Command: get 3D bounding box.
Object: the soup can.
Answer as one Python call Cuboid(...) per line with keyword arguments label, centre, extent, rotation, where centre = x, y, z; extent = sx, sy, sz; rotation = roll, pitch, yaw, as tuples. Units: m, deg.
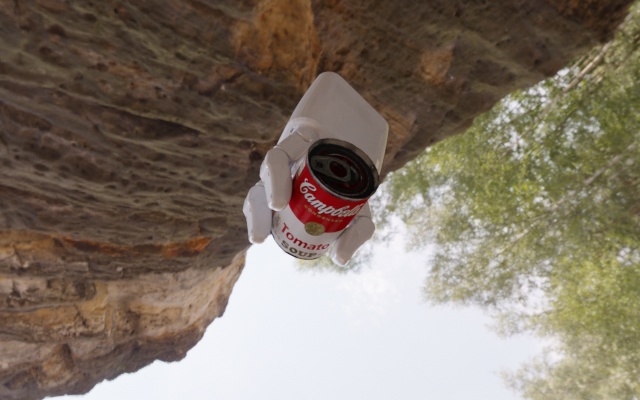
Cuboid(label="soup can", centre=(0.000, 0.002, 0.440), extent=(0.068, 0.068, 0.102), rotation=(0, -36, -29))
